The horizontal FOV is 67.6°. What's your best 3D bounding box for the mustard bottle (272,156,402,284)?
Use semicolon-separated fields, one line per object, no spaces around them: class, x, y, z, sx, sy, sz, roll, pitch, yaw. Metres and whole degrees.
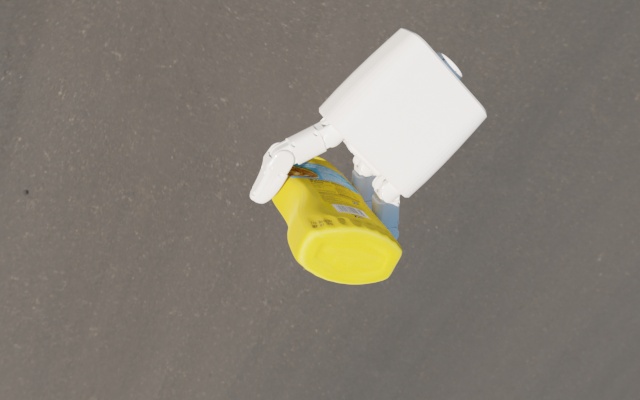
mustard bottle;0.000;0.002;0.472;0.096;0.058;0.191;12;25;-25
